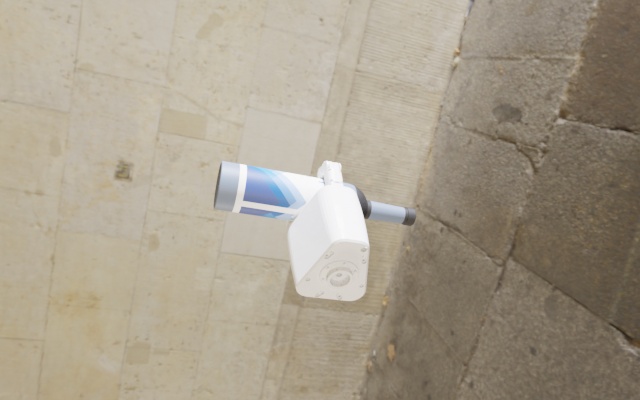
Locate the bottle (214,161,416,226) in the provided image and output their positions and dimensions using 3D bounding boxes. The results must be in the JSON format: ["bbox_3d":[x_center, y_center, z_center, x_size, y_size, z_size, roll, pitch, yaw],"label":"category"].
[{"bbox_3d":[0.000,0.002,0.688,0.296,0.069,0.069,9,-3,-16],"label":"bottle"}]
